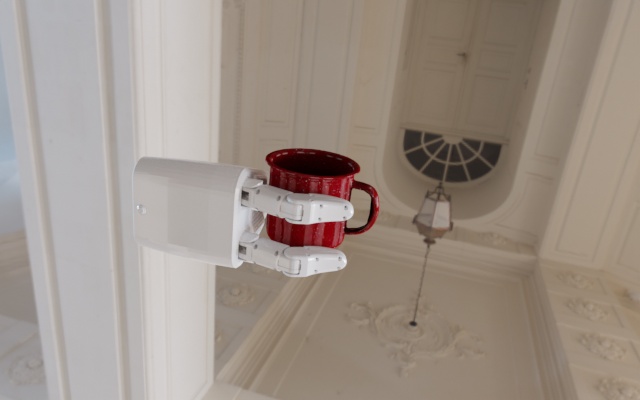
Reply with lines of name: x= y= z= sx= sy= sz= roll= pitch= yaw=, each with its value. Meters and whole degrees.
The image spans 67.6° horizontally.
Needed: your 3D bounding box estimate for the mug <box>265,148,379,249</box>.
mug: x=0.001 y=0.002 z=0.476 sx=0.117 sy=0.081 sz=0.093 roll=10 pitch=21 yaw=9
